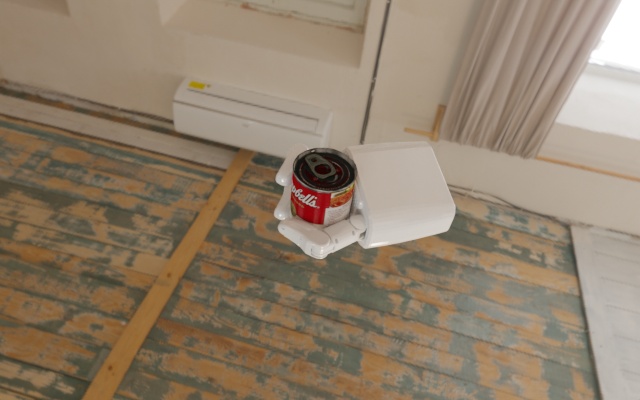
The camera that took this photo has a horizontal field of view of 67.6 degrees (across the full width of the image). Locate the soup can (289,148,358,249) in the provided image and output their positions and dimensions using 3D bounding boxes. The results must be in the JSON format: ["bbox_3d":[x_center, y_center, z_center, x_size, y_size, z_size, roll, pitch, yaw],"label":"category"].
[{"bbox_3d":[0.000,0.002,0.529,0.068,0.068,0.102,0,-44,-8],"label":"soup can"}]
